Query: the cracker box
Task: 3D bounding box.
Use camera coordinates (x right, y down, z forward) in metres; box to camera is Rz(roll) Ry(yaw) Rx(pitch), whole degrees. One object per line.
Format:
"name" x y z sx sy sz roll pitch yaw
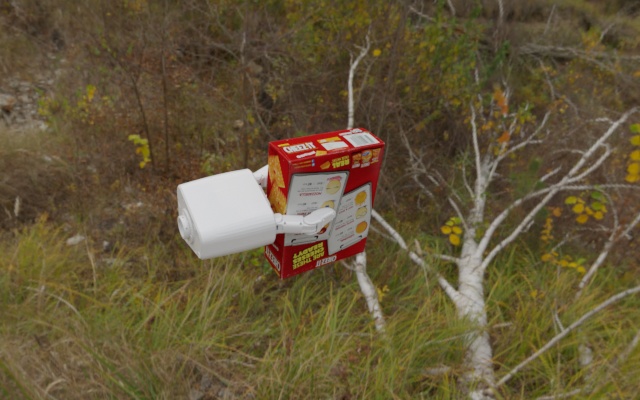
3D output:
"cracker box" 0.000 0.002 0.745 0.164 0.214 0.072 -14 40 -28
